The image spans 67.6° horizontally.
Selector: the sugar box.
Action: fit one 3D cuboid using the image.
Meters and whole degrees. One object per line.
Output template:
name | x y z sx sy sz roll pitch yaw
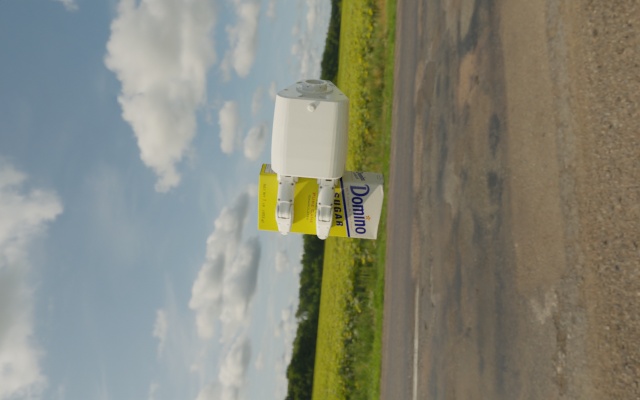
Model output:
sugar box | 0.000 0.002 0.691 0.176 0.093 0.048 5 28 1
